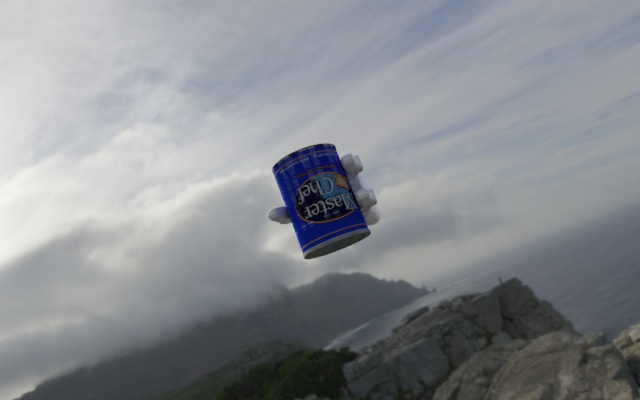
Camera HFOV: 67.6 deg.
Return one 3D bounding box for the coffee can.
[{"bbox_3d":[0.000,0.002,0.696,0.103,0.140,0.103,-20,-13,-5],"label":"coffee can"}]
